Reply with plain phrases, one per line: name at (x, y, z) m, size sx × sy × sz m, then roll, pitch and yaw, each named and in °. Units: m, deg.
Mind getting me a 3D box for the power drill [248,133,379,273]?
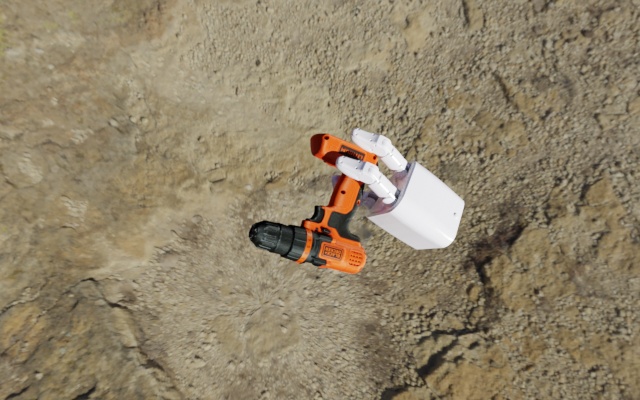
power drill at (0.000, 0.002, 0.696) m, size 0.184 × 0.187 × 0.057 m, roll 18°, pitch -6°, yaw -28°
